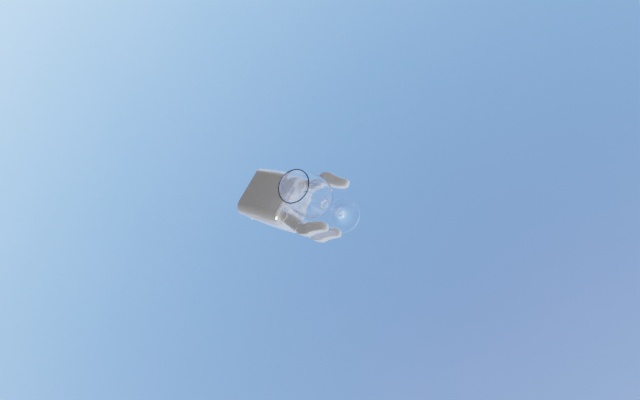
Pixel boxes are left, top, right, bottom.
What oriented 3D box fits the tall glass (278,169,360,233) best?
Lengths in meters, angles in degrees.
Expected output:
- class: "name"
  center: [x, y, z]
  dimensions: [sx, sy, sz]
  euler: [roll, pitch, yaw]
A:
- class: "tall glass"
  center: [0.001, 0.003, 0.887]
  dimensions: [0.079, 0.079, 0.201]
  euler: [0, -16, 29]
